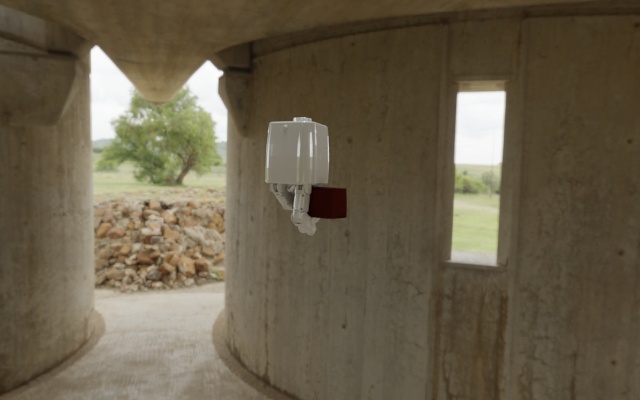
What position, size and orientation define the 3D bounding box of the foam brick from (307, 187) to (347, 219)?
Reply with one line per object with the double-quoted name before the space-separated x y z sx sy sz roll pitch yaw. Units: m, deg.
"foam brick" 0.000 0.003 0.826 0.078 0.051 0.053 4 4 33
